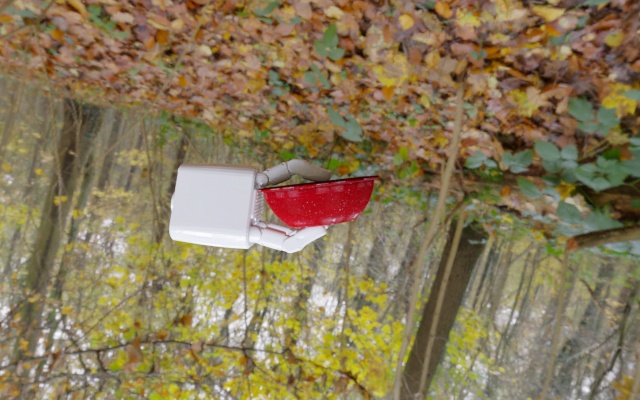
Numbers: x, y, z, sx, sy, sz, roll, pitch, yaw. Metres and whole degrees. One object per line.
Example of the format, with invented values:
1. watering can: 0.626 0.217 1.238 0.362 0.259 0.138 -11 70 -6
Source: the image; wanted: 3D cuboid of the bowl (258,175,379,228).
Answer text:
1. bowl: 0.001 0.002 0.632 0.162 0.055 0.162 -7 3 0
